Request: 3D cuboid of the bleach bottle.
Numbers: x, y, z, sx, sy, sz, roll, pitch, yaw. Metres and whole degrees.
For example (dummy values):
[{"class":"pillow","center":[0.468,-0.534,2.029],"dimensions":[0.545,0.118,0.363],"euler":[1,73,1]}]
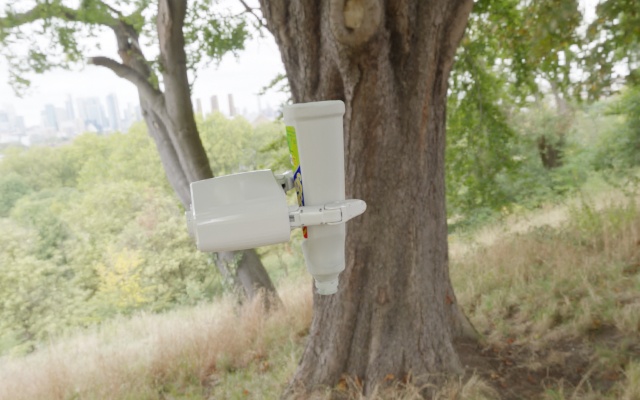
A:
[{"class":"bleach bottle","center":[0.000,0.002,0.613],"dimensions":[0.068,0.251,0.102],"euler":[-8,13,-12]}]
